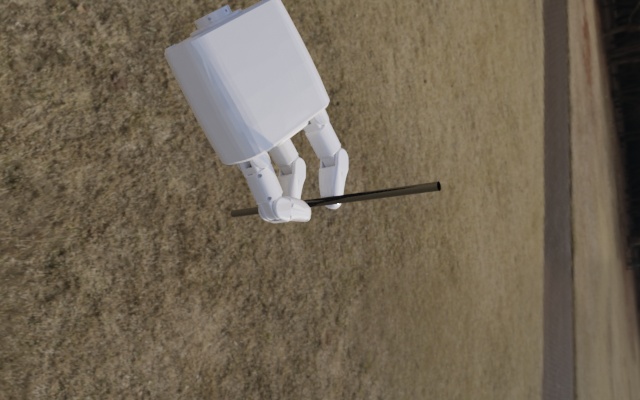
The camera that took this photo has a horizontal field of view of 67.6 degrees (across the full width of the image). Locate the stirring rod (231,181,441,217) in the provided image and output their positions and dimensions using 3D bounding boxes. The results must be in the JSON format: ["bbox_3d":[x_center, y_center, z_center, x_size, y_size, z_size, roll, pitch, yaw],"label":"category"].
[{"bbox_3d":[0.000,0.001,0.460,0.239,0.011,0.011,-8,-5,36],"label":"stirring rod"}]
